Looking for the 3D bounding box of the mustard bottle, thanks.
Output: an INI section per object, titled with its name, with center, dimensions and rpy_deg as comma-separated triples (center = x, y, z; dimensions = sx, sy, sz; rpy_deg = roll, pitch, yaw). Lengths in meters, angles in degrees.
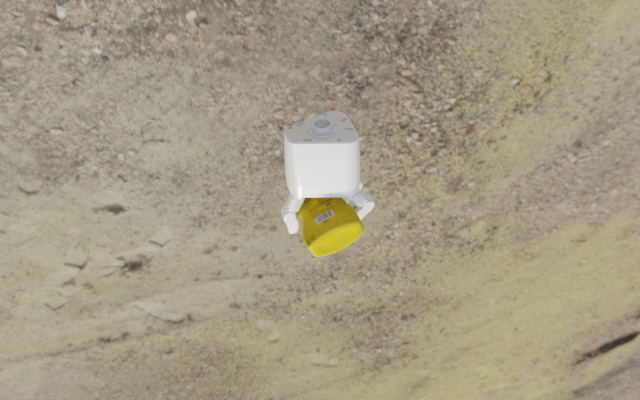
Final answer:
[mustard bottle]
center = 0.000, 0.003, 0.827
dimensions = 0.096, 0.191, 0.058
rpy_deg = -30, -46, 6
